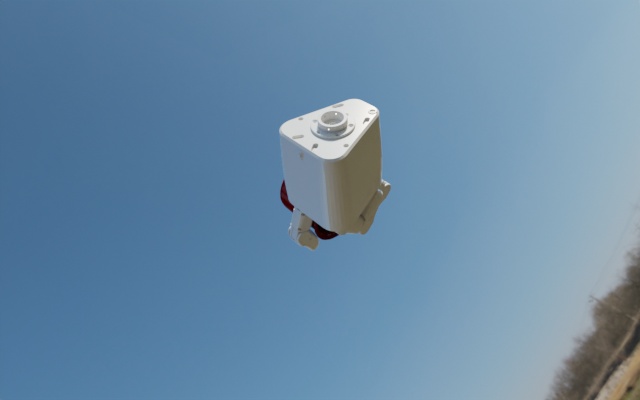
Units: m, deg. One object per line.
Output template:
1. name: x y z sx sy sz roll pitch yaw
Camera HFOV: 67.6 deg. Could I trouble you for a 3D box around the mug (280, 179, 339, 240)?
1. mug: 0.000 0.003 0.664 0.093 0.117 0.081 -36 53 -26
